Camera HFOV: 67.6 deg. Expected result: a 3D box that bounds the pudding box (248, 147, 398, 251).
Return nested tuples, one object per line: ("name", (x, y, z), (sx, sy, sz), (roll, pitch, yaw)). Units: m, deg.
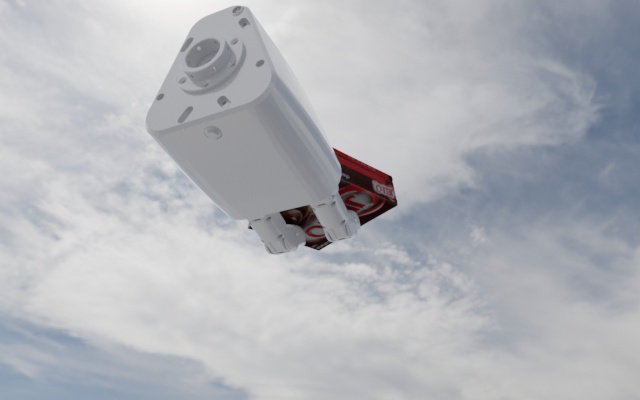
("pudding box", (0.000, 0.001, 0.445), (0.090, 0.039, 0.113), (22, -39, -35))
